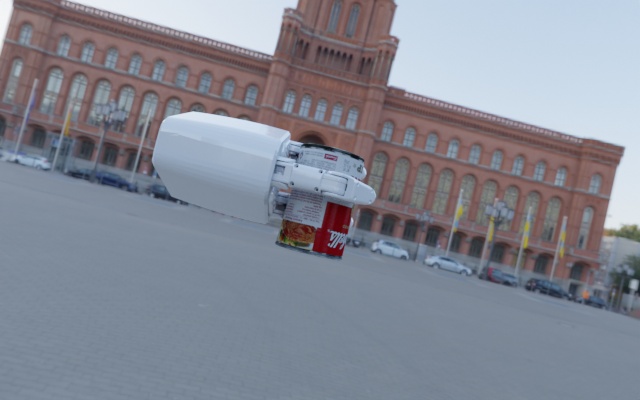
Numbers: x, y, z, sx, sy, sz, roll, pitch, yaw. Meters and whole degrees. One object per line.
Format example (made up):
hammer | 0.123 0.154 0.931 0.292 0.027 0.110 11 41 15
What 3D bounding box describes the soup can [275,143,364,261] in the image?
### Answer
soup can | 0.001 0.001 0.473 0.068 0.102 0.068 14 -3 1
